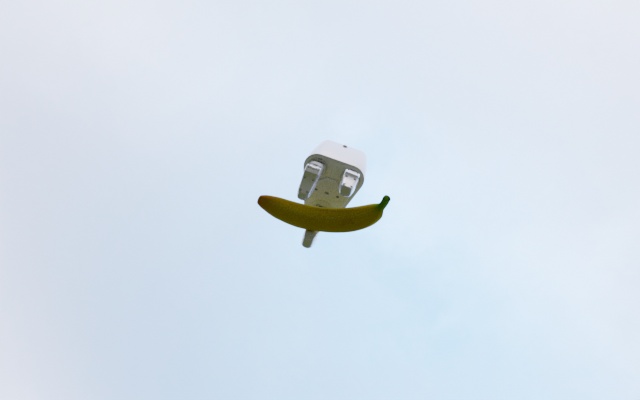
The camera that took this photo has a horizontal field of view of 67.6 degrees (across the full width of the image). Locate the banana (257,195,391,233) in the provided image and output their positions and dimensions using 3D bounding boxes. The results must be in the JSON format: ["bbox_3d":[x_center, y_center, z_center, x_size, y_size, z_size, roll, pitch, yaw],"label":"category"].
[{"bbox_3d":[0.006,0.018,0.700,0.198,0.070,0.037,-1,34,15],"label":"banana"}]
